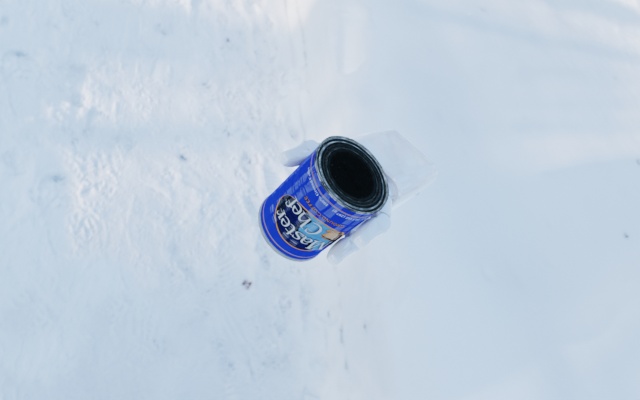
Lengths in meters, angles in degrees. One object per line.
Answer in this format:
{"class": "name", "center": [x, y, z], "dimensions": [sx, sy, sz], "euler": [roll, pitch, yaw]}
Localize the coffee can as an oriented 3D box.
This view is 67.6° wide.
{"class": "coffee can", "center": [0.000, 0.002, 0.587], "dimensions": [0.103, 0.102, 0.140], "euler": [0, -28, -38]}
